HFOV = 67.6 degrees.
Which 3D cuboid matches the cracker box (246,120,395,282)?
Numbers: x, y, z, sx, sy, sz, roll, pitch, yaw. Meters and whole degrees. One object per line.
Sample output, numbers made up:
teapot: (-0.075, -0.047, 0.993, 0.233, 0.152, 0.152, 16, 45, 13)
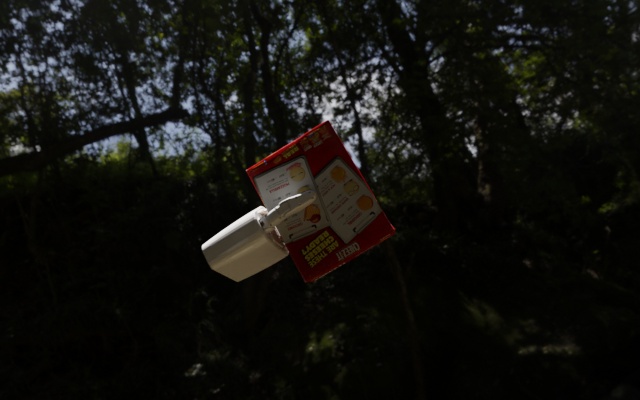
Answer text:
cracker box: (0.000, 0.002, 0.790, 0.164, 0.213, 0.072, -31, -13, 6)
